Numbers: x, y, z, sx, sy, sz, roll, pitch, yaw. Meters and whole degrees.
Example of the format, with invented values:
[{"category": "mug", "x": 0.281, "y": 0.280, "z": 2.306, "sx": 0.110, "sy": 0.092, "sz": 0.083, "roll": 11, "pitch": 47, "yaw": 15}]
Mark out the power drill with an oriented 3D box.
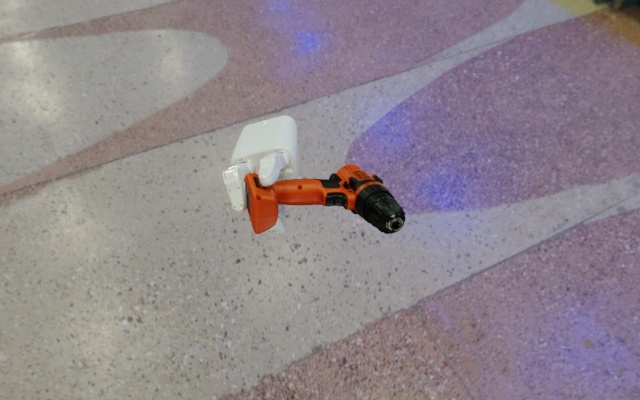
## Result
[{"category": "power drill", "x": 0.000, "y": 0.002, "z": 0.632, "sx": 0.187, "sy": 0.057, "sz": 0.184, "roll": -3, "pitch": 20, "yaw": -15}]
